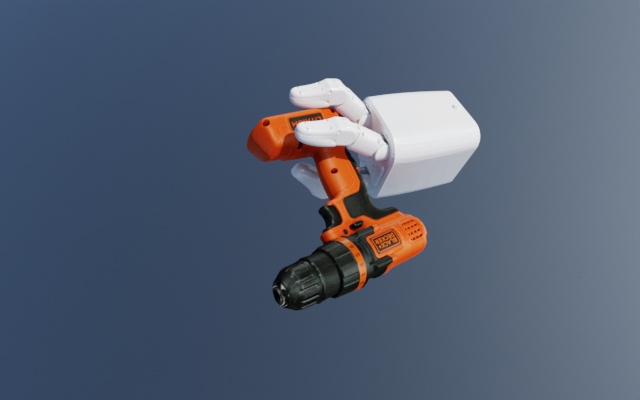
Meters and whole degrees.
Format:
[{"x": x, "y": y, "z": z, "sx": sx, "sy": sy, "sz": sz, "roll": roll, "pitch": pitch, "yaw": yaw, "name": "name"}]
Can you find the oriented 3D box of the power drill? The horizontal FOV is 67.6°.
[{"x": 0.000, "y": 0.001, "z": 0.478, "sx": 0.184, "sy": 0.187, "sz": 0.057, "roll": -18, "pitch": -17, "yaw": -38, "name": "power drill"}]
